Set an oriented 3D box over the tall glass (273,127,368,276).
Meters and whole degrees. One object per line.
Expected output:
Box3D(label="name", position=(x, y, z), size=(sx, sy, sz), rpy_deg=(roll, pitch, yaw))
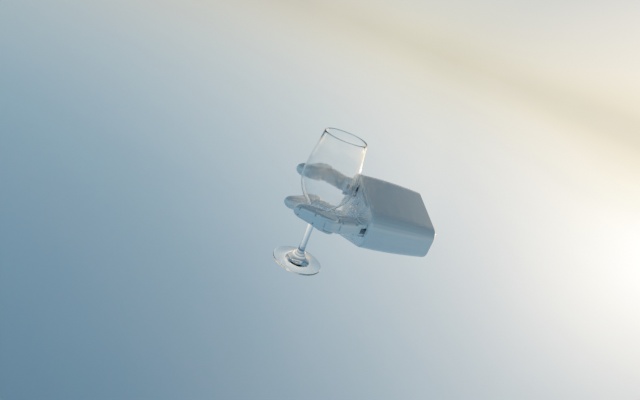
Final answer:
Box3D(label="tall glass", position=(0.000, 0.003, 0.668), size=(0.079, 0.201, 0.079), rpy_deg=(19, 21, -7))
